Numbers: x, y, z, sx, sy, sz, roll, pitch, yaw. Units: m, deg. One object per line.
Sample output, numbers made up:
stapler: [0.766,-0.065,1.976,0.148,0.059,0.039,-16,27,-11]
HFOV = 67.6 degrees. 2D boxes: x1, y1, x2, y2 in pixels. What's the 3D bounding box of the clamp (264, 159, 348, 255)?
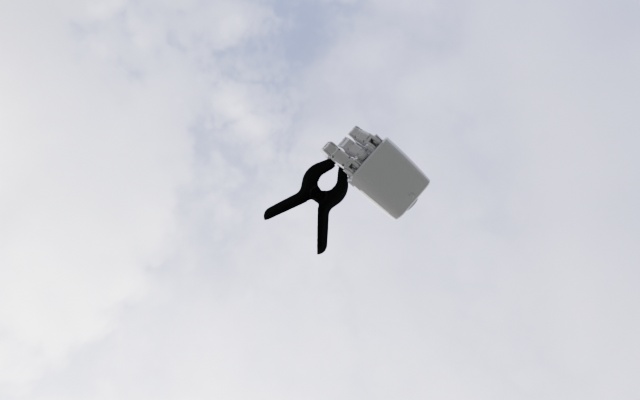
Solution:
clamp: [0.000,0.002,0.810,0.120,0.171,0.039,42,-2,-1]
